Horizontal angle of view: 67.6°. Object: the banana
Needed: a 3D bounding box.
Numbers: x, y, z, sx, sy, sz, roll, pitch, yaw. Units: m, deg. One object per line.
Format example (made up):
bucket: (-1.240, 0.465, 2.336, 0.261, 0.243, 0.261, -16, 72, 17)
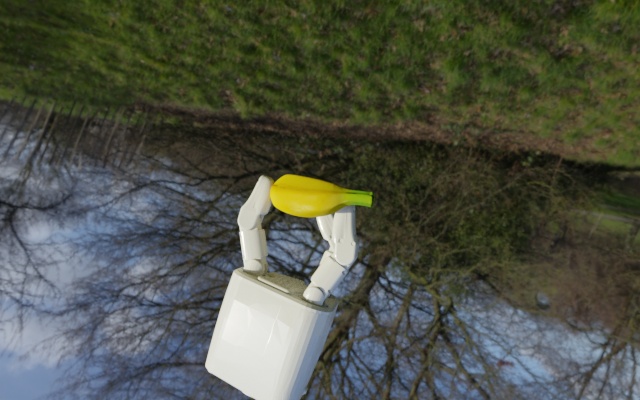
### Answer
banana: (-0.016, -0.003, 0.467, 0.069, 0.037, 0.198, 15, -1, -16)
